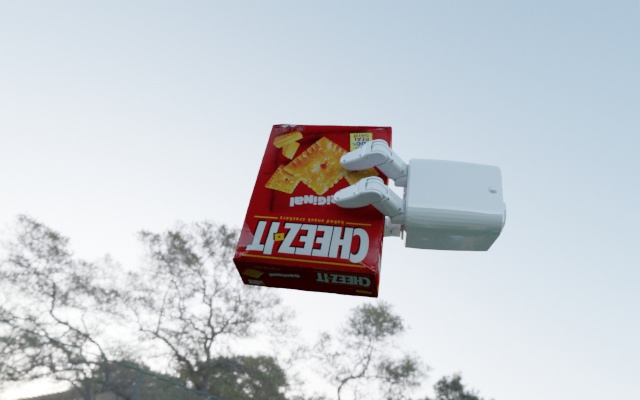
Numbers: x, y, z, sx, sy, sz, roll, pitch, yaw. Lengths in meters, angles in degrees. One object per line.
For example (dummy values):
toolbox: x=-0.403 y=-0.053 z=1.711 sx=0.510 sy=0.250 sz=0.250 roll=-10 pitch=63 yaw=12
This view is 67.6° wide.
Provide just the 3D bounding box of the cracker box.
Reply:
cracker box: x=0.000 y=0.002 z=0.591 sx=0.164 sy=0.213 sz=0.072 roll=4 pitch=-35 yaw=11
